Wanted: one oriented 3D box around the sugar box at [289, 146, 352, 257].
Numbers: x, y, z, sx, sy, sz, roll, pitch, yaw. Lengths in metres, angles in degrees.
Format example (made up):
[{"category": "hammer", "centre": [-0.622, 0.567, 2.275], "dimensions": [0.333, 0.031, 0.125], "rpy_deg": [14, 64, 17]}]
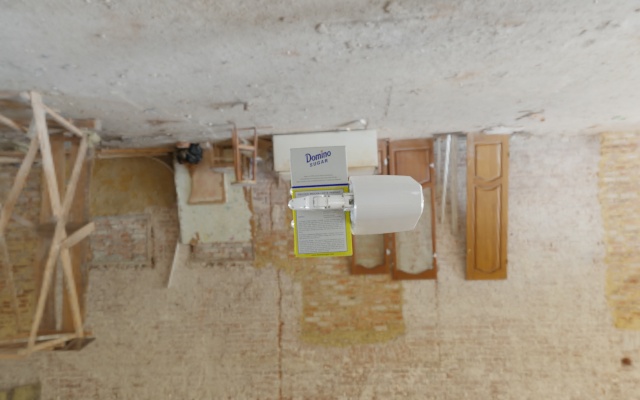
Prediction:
[{"category": "sugar box", "centre": [0.000, 0.003, 0.774], "dimensions": [0.093, 0.176, 0.048], "rpy_deg": [-2, -5, 0]}]
